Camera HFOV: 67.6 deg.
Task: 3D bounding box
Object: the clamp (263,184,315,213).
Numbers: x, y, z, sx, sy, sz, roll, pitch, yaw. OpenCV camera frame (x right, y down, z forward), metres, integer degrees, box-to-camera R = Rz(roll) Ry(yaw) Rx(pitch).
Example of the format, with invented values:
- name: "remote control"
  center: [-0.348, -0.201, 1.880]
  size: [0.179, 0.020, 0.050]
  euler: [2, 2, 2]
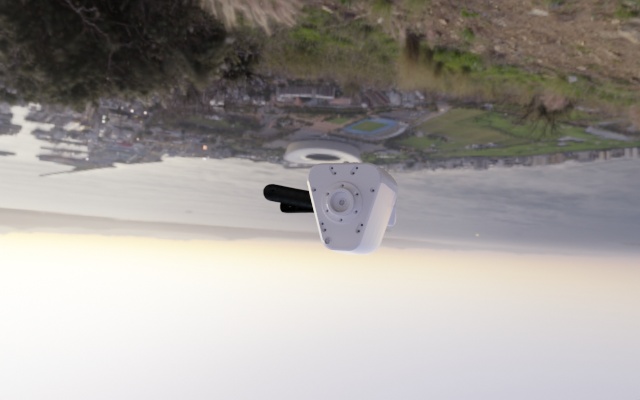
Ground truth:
- name: "clamp"
  center: [0.000, 0.003, 0.710]
  size: [0.171, 0.039, 0.120]
  euler: [1, -6, 17]
